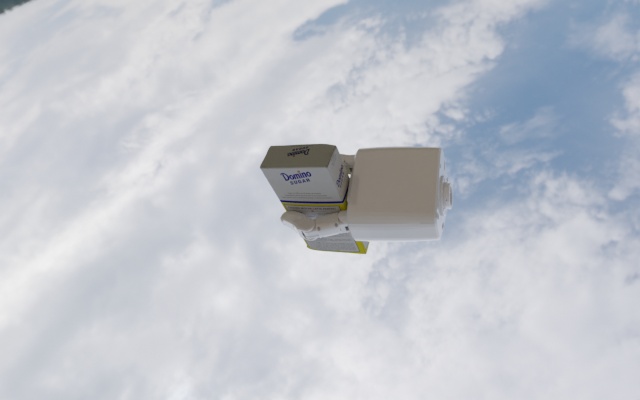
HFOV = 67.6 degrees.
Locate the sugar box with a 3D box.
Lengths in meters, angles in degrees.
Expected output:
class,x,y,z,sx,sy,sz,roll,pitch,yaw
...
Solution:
class,x,y,z,sx,sy,sz,roll,pitch,yaw
sugar box,0.000,0.002,0.624,0.093,0.048,0.176,2,-41,25
